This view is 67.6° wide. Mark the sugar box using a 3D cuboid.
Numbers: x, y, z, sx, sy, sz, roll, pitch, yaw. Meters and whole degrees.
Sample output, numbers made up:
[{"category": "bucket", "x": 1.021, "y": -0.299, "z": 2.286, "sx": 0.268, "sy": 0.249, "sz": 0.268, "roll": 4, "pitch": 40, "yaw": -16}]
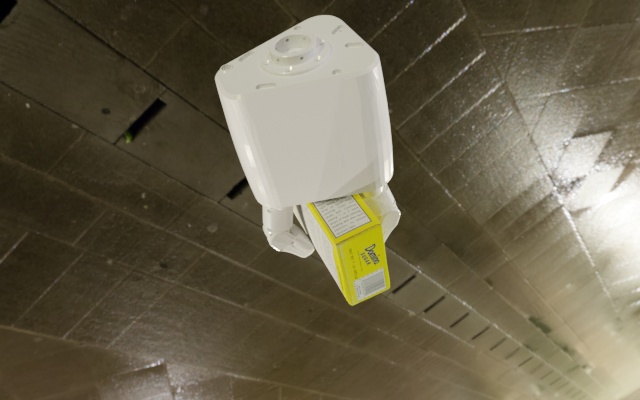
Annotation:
[{"category": "sugar box", "x": 0.001, "y": 0.001, "z": 0.440, "sx": 0.048, "sy": 0.093, "sz": 0.176, "roll": -23, "pitch": 48, "yaw": -9}]
